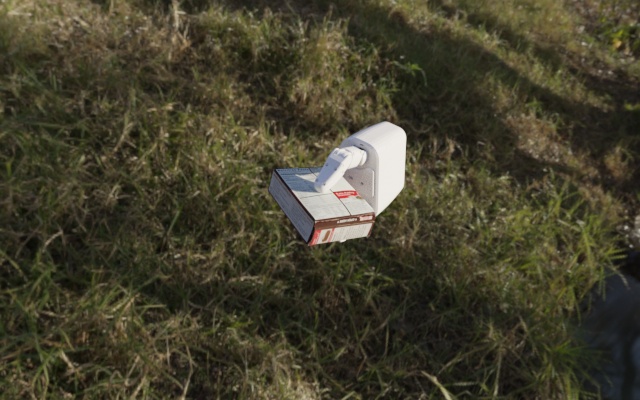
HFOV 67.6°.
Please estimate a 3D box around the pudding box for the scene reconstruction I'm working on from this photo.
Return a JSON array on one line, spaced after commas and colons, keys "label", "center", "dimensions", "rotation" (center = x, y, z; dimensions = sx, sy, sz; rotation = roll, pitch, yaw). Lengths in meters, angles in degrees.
[{"label": "pudding box", "center": [0.000, 0.002, 0.581], "dimensions": [0.090, 0.039, 0.113], "rotation": [-7, 37, -31]}]
